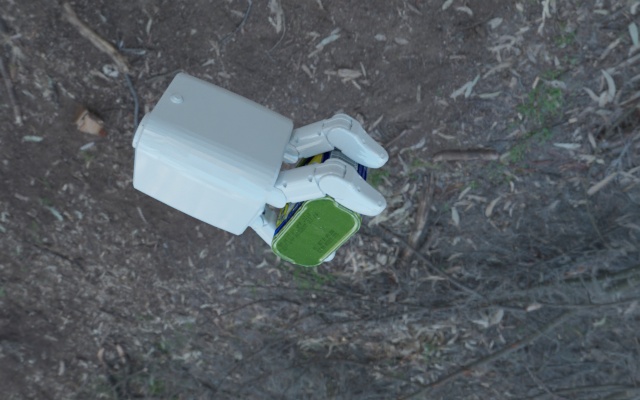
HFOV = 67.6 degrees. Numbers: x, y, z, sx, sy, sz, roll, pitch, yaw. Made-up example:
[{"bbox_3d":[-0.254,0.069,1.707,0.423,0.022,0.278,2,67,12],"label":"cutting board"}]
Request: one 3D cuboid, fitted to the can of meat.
[{"bbox_3d":[0.000,0.002,0.439,0.057,0.084,0.102,27,-45,-15],"label":"can of meat"}]
